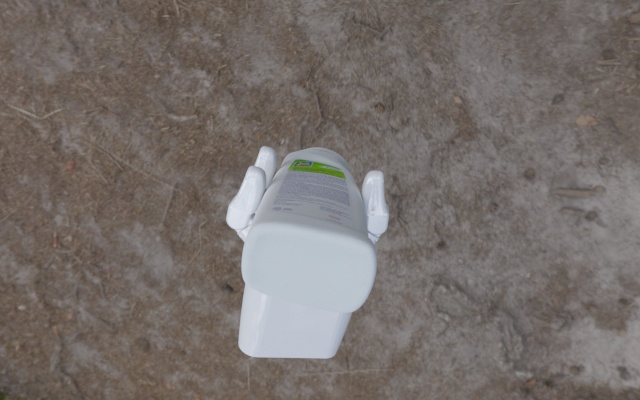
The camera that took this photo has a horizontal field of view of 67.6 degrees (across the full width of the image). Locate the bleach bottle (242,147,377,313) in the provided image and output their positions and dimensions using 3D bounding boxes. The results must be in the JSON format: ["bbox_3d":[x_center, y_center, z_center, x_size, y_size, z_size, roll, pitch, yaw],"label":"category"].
[{"bbox_3d":[0.000,0.001,0.458,0.102,0.068,0.250,13,23,0],"label":"bleach bottle"}]
